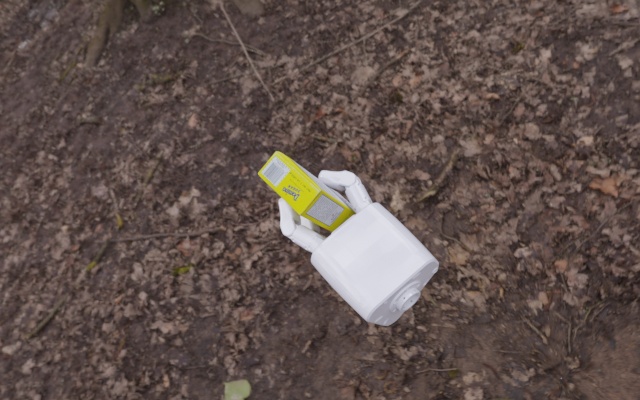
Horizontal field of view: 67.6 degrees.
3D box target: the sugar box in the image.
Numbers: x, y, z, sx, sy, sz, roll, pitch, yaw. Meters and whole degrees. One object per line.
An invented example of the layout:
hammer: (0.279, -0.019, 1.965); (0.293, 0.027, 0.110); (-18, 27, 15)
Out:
sugar box: (0.000, 0.003, 0.646); (0.093, 0.048, 0.176); (44, 4, 33)
